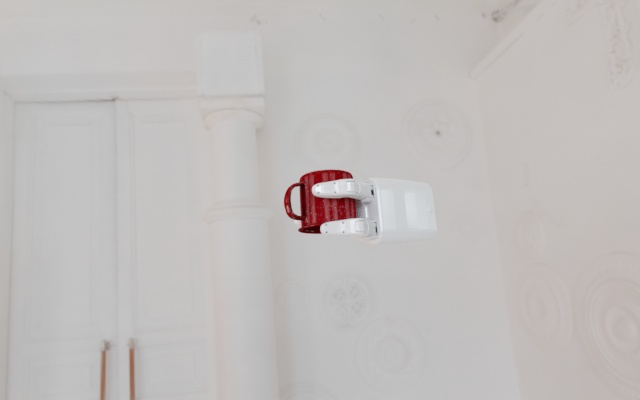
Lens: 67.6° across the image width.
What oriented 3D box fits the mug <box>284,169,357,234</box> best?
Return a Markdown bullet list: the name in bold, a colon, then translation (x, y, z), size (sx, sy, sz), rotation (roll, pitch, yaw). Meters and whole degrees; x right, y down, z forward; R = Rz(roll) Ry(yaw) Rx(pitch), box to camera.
- **mug**: translation (-0.001, 0.002, 0.701), size (0.117, 0.081, 0.093), rotation (2, -13, -27)
